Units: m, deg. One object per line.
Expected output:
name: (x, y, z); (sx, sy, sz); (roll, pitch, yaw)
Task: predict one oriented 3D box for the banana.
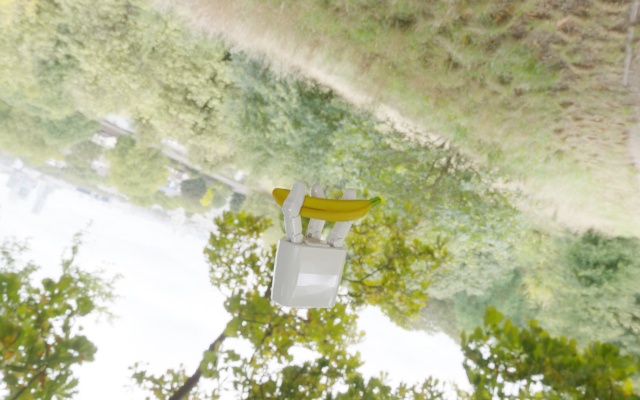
banana: (-0.004, 0.008, 0.796); (0.198, 0.037, 0.069); (7, 17, 20)
